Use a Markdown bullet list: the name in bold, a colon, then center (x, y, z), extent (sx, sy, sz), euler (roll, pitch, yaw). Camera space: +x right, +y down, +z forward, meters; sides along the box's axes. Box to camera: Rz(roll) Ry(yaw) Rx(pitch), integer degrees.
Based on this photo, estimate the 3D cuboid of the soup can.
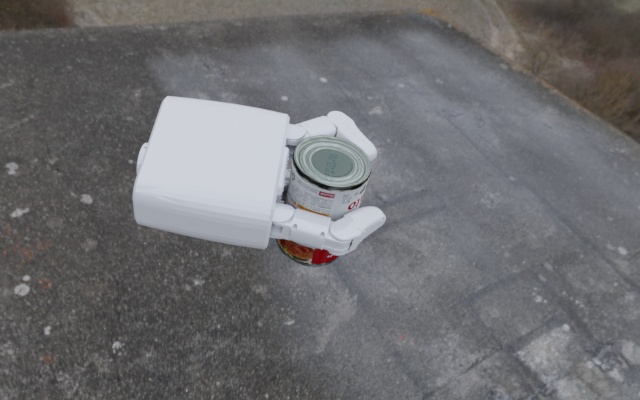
- **soup can**: center (0.001, 0.001, 0.423), extent (0.068, 0.068, 0.102), euler (0, -44, -16)
